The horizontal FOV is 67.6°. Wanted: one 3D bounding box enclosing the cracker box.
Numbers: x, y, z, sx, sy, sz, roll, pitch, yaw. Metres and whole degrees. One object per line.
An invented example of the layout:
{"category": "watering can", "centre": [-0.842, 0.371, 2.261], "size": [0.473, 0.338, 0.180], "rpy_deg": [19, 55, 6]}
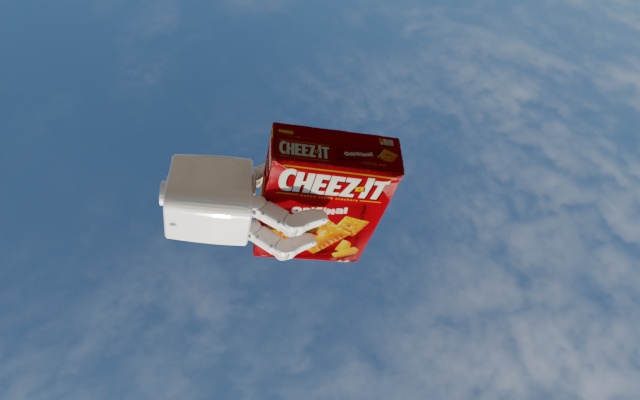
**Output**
{"category": "cracker box", "centre": [0.000, 0.002, 0.652], "size": [0.164, 0.072, 0.214], "rpy_deg": [5, -38, -12]}
